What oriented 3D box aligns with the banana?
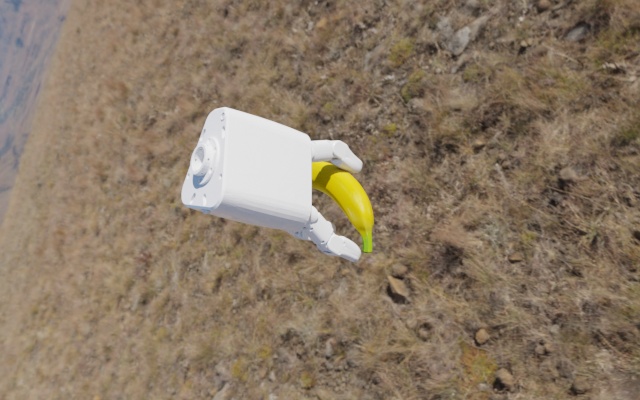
[{"bbox_3d":[0.010,-0.013,0.610,0.037,0.070,0.197,12,20,-40],"label":"banana"}]
